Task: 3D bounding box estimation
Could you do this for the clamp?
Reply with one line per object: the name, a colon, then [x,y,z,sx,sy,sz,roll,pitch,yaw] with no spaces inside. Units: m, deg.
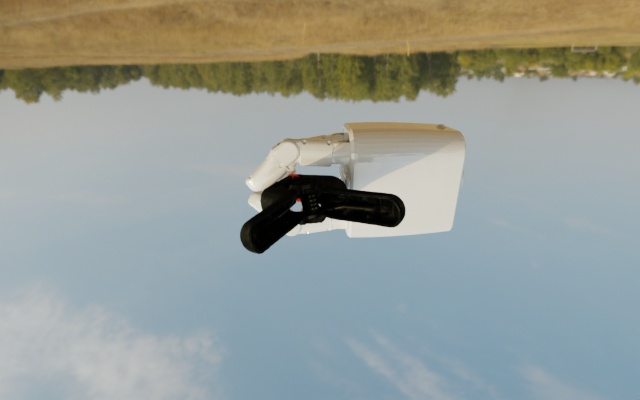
clamp: [0.000,0.002,0.407,0.120,0.039,0.171,-3,16,-2]
